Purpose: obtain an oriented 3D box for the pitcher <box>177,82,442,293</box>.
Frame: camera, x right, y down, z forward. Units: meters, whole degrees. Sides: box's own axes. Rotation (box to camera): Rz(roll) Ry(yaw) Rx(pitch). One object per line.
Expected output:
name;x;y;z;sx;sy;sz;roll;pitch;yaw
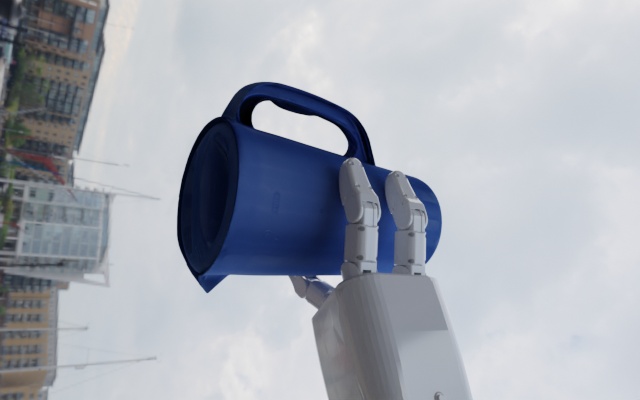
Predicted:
pitcher;0.000;0.002;0.455;0.243;0.145;0.149;9;-38;-34
